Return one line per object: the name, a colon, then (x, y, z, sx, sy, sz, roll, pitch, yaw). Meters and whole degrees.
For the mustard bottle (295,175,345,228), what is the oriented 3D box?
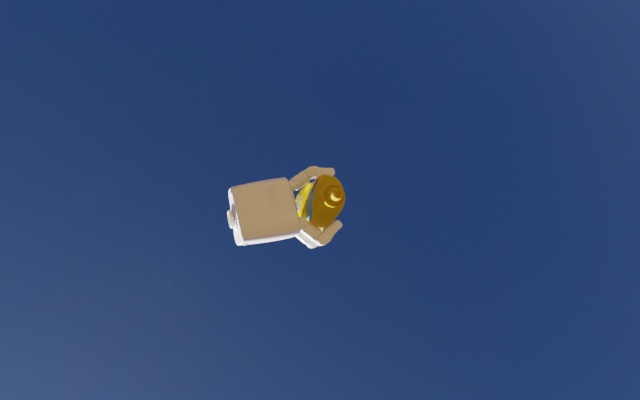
mustard bottle: (0.000, 0.003, 0.885, 0.058, 0.096, 0.191, 16, -14, -15)
